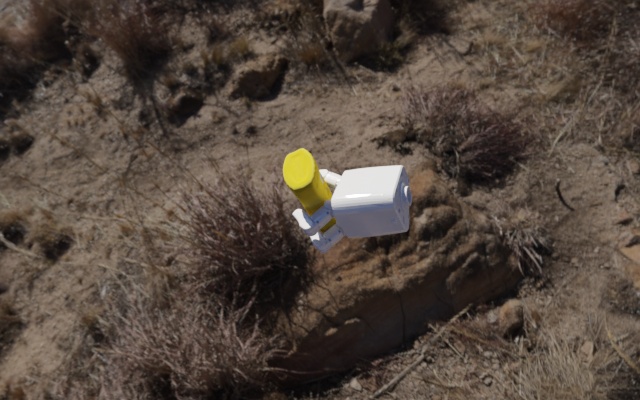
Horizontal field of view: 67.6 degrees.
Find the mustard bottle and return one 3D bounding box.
[{"bbox_3d":[0.000,0.003,0.846,0.058,0.096,0.192,-25,-45,8],"label":"mustard bottle"}]
